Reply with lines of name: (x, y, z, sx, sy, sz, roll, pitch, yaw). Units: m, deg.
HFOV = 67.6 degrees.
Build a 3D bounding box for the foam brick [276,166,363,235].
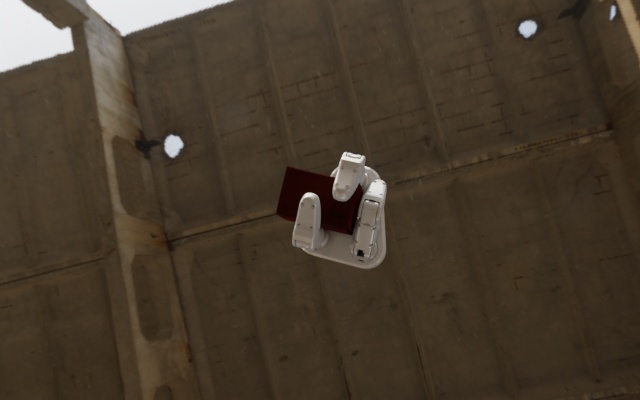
foam brick: (0.000, 0.001, 0.502, 0.078, 0.053, 0.051, 14, -7, 11)
